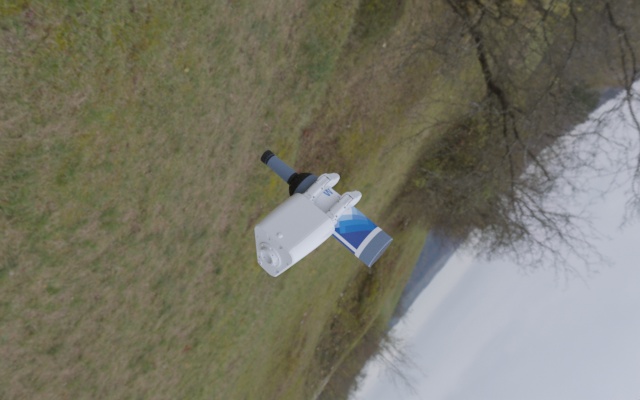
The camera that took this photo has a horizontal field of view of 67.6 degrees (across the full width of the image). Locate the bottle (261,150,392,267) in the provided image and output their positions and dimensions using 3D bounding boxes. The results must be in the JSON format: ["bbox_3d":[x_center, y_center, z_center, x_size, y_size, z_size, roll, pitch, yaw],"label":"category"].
[{"bbox_3d":[0.000,0.003,0.897,0.295,0.069,0.069,40,13,15],"label":"bottle"}]
